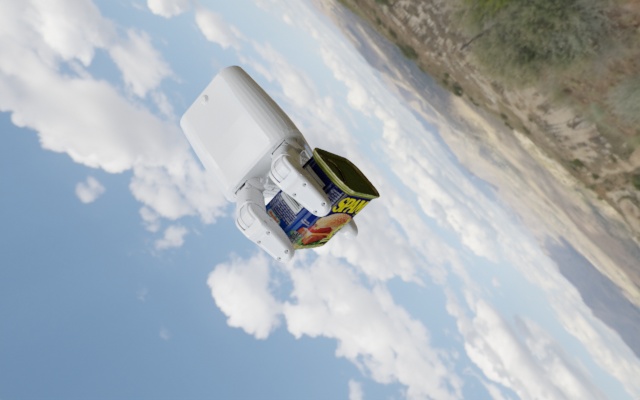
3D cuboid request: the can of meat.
[{"bbox_3d":[0.000,0.002,0.471,0.084,0.057,0.102,-45,-20,16],"label":"can of meat"}]
